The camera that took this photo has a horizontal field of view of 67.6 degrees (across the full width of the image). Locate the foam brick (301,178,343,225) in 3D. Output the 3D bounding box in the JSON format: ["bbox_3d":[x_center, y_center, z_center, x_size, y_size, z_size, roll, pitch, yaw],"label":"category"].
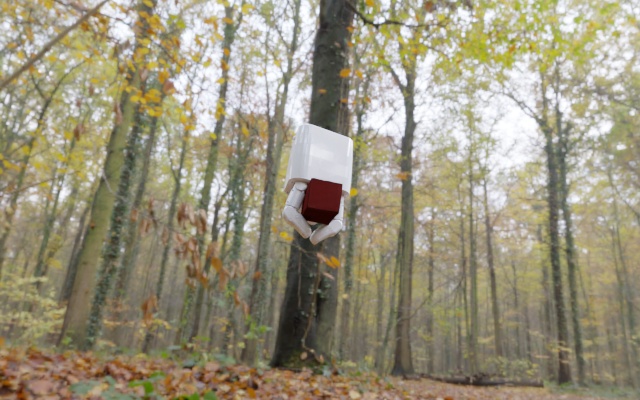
[{"bbox_3d":[0.000,0.003,0.775,0.053,0.051,0.078,12,-18,-8],"label":"foam brick"}]
